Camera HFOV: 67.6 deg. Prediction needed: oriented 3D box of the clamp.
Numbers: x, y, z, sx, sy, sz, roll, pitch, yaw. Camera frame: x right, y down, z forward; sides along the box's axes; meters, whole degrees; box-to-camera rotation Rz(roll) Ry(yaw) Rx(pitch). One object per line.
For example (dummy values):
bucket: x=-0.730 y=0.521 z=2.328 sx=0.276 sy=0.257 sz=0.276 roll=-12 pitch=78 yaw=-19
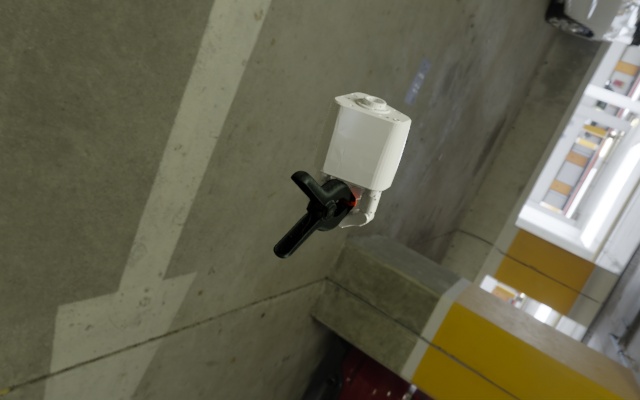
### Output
clamp: x=0.001 y=0.003 z=0.666 sx=0.039 sy=0.120 sz=0.171 roll=29 pitch=31 yaw=23
